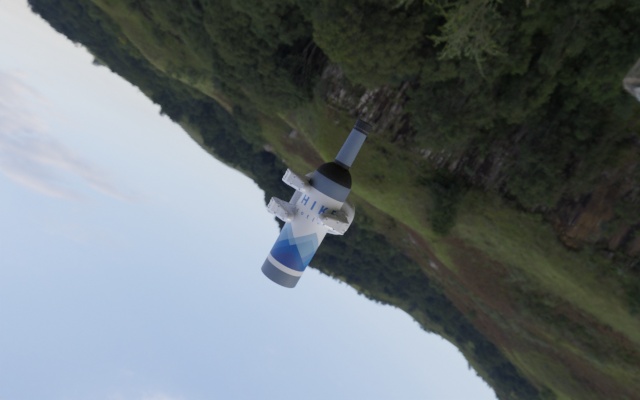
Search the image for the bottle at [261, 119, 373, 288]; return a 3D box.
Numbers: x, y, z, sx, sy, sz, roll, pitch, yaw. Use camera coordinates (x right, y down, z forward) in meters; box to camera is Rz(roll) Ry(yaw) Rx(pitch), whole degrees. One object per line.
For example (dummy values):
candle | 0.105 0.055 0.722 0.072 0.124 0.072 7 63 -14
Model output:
bottle | 0.000 0.003 0.781 0.069 0.296 0.069 29 9 -5
